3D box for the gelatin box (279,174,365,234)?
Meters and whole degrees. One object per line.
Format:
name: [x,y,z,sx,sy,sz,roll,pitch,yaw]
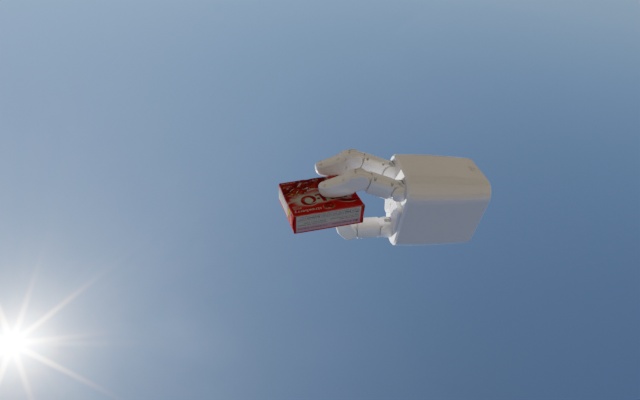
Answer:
gelatin box: [0.000,0.002,0.583,0.089,0.030,0.073,-9,36,-15]
